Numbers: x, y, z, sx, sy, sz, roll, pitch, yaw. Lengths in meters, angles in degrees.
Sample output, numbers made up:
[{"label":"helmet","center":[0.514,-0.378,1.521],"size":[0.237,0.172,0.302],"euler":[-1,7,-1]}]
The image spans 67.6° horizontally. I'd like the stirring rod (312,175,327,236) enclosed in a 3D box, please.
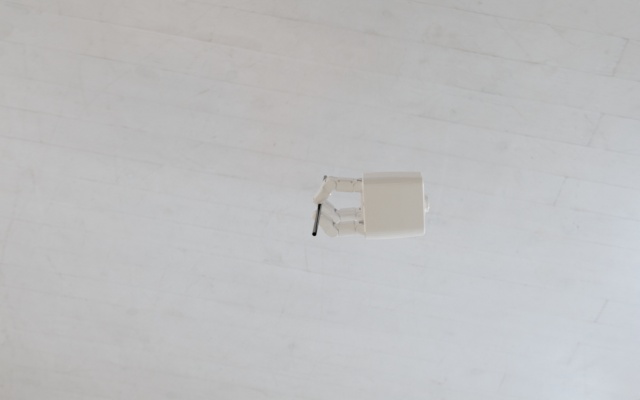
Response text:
[{"label":"stirring rod","center":[0.000,0.003,0.871],"size":[0.011,0.011,0.239],"euler":[0,25,5]}]
